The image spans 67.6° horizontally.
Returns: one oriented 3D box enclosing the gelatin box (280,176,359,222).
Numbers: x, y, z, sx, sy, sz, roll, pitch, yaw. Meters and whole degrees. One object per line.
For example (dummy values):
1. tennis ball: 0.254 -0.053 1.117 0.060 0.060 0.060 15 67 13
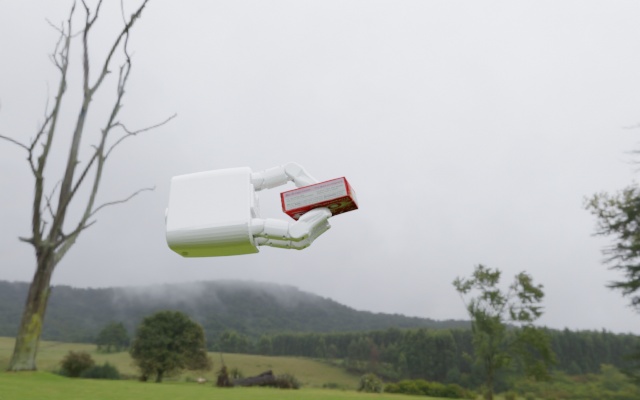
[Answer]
1. gelatin box: 0.000 0.002 0.627 0.089 0.030 0.073 -15 -18 10
